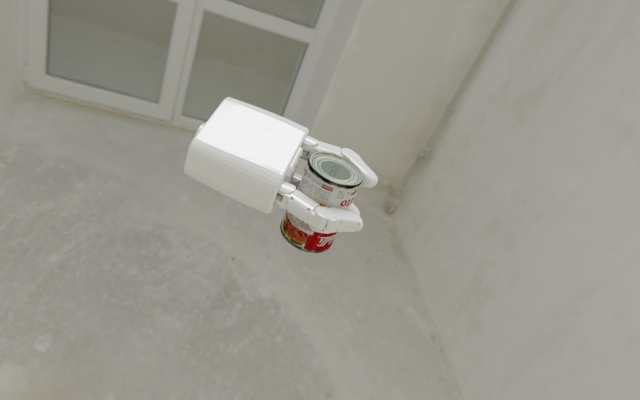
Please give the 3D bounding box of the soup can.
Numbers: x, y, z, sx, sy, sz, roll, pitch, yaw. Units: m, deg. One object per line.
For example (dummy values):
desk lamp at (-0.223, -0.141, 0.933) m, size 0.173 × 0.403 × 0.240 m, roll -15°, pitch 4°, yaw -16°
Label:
soup can at (0.001, 0.002, 0.557) m, size 0.068 × 0.102 × 0.068 m, roll 17°, pitch 34°, yaw -11°
